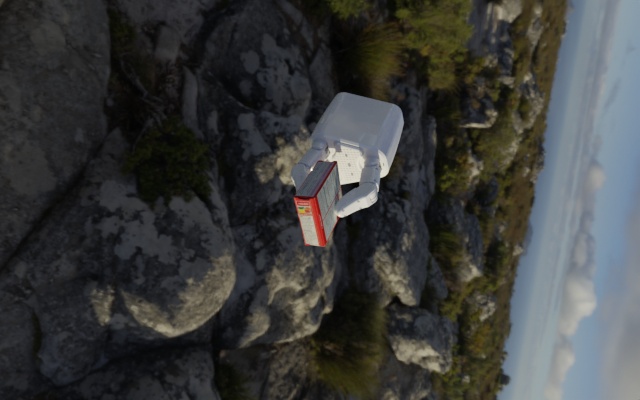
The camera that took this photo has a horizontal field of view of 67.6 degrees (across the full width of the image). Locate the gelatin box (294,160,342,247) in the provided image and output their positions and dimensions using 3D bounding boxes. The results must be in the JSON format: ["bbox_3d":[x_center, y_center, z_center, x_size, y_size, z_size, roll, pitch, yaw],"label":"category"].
[{"bbox_3d":[0.000,0.002,0.600,0.030,0.073,0.089,3,36,21],"label":"gelatin box"}]
